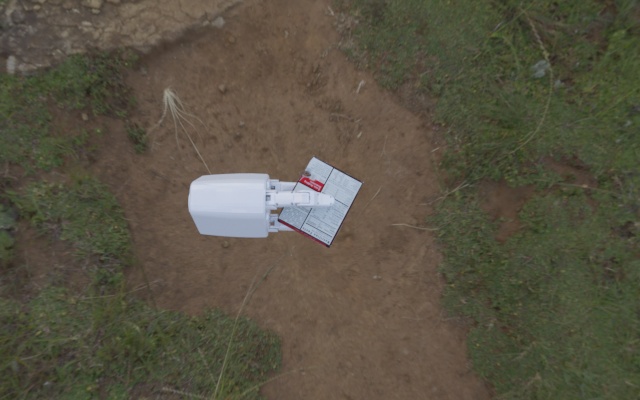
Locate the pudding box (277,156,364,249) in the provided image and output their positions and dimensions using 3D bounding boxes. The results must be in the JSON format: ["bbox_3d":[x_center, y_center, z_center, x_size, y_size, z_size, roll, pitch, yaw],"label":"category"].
[{"bbox_3d":[0.000,0.002,0.713,0.090,0.113,0.039,29,-7,0],"label":"pudding box"}]
